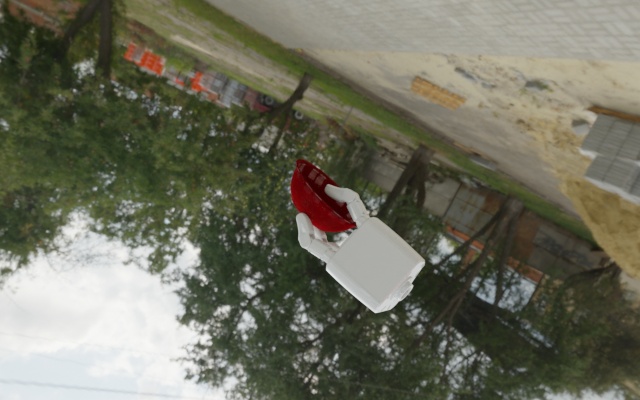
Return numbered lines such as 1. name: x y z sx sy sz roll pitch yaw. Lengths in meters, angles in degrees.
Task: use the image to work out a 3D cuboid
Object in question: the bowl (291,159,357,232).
1. bowl: -0.001 0.002 0.836 0.055 0.162 0.162 -44 -15 15
